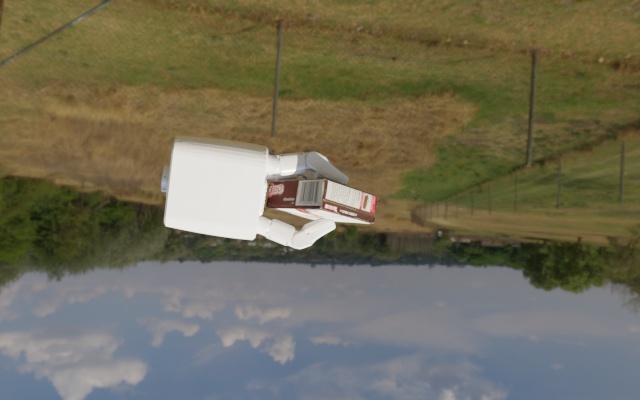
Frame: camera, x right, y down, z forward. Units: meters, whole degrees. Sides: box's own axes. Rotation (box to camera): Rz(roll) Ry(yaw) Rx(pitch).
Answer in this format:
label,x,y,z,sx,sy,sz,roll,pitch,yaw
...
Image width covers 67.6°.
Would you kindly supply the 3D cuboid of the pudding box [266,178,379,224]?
label,x,y,z,sx,sy,sz,roll,pitch,yaw
pudding box,0.000,0.002,0.592,0.090,0.039,0.113,15,-8,-39
